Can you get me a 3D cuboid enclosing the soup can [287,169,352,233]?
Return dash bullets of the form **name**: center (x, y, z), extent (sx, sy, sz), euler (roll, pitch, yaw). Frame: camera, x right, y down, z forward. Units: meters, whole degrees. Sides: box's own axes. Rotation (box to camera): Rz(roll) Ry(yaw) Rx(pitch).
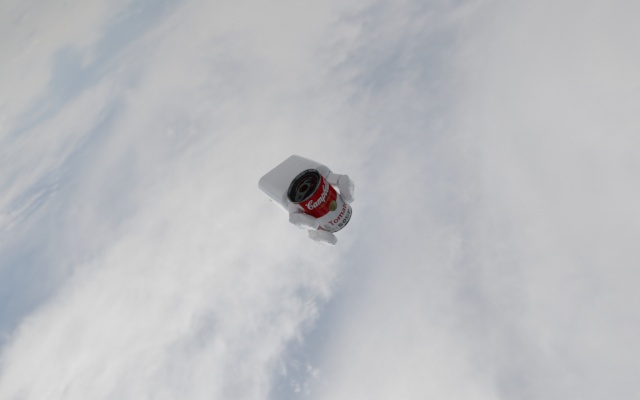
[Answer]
- **soup can**: center (0.001, 0.003, 0.816), extent (0.068, 0.068, 0.102), euler (0, -33, 42)
